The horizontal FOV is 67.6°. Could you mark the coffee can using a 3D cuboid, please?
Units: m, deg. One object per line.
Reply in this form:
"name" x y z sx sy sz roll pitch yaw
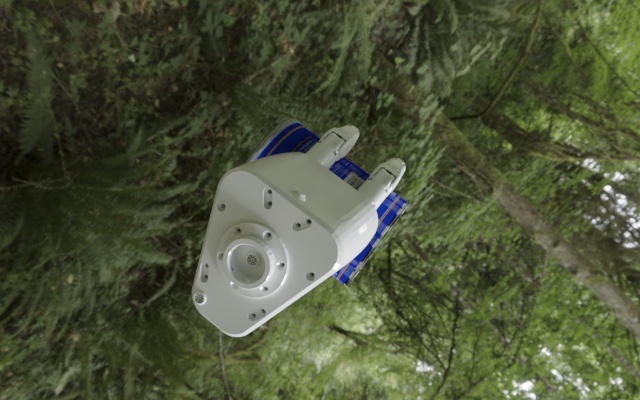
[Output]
"coffee can" 0.000 0.001 0.468 0.140 0.103 0.103 37 6 8
